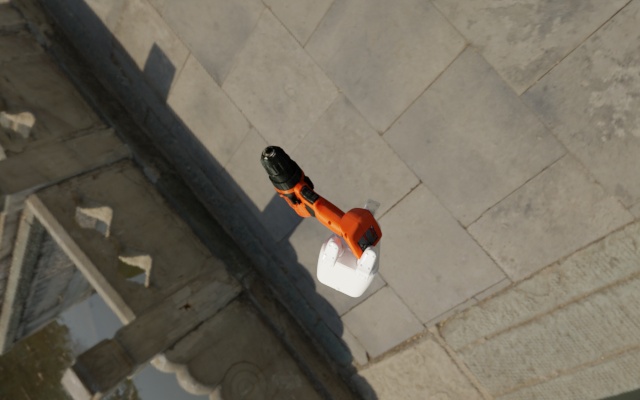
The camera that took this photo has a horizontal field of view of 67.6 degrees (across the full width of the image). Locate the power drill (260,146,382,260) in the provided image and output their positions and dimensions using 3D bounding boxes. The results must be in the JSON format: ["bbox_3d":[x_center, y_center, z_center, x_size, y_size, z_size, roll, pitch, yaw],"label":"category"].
[{"bbox_3d":[0.000,0.003,0.737,0.187,0.057,0.184,36,-9,32],"label":"power drill"}]
